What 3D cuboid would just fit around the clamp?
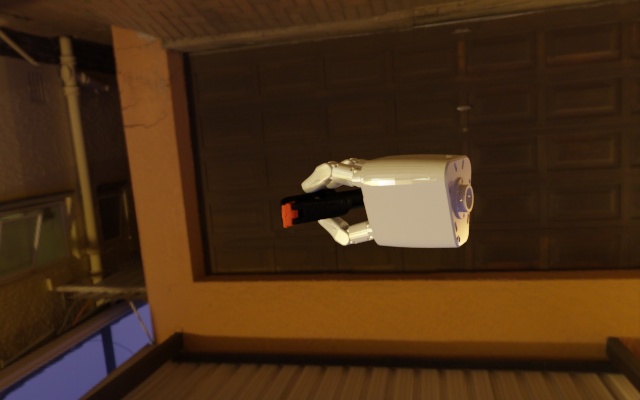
[{"bbox_3d":[0.000,0.003,0.654,0.164,0.036,0.210,0,9,35],"label":"clamp"}]
